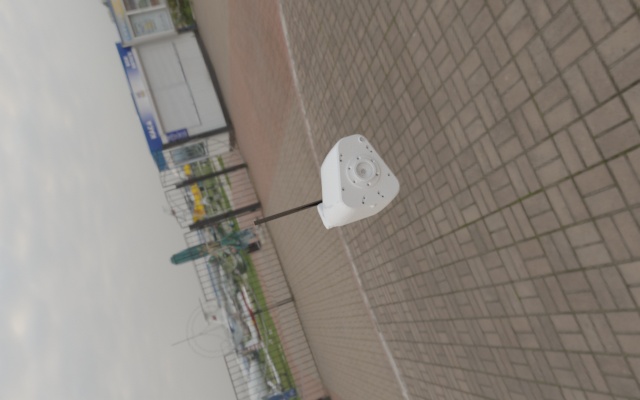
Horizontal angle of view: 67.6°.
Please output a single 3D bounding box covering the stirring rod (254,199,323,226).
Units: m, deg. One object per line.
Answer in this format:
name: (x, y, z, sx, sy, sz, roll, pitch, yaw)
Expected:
stirring rod: (0.000, 0.003, 0.833, 0.239, 0.011, 0.011, -18, 4, -14)
